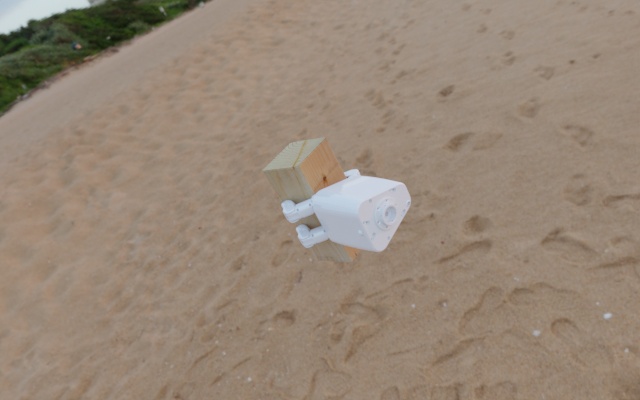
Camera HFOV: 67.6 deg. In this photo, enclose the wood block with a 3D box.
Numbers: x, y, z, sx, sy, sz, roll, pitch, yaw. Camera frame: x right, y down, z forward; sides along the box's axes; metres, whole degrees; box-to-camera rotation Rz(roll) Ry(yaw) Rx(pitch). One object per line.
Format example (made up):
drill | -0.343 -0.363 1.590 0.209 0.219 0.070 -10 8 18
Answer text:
wood block | 0.001 0.002 0.846 0.090 0.206 0.090 -3 36 43
